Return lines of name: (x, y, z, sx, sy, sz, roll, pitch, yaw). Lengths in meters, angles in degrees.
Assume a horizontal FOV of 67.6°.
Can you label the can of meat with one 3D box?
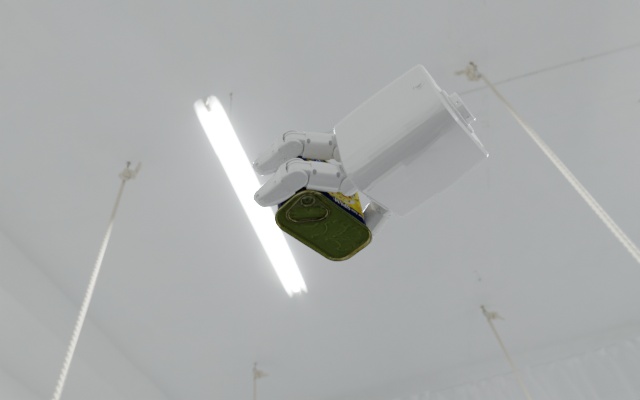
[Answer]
can of meat: (0.000, 0.002, 0.499, 0.102, 0.083, 0.057, 35, -62, -31)
